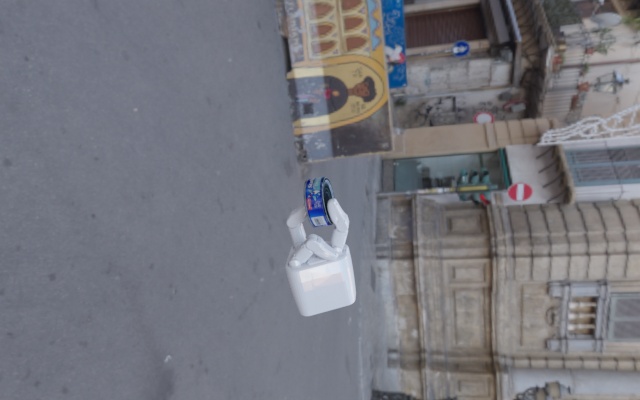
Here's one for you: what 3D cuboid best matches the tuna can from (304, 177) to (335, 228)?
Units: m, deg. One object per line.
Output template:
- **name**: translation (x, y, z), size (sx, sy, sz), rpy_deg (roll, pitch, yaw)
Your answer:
- **tuna can**: translation (0.001, 0.003, 0.827), size (0.034, 0.086, 0.086), rpy_deg (-8, -2, 15)
